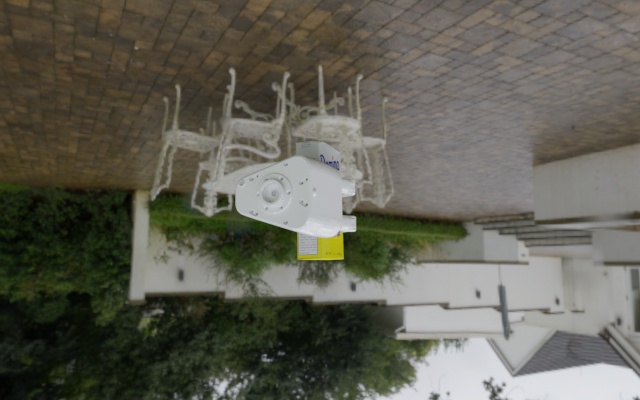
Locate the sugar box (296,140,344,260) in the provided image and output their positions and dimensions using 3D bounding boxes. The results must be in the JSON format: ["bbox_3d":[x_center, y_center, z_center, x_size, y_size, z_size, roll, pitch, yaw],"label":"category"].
[{"bbox_3d":[0.001,0.002,0.734,0.048,0.176,0.093,-2,-7,23],"label":"sugar box"}]
